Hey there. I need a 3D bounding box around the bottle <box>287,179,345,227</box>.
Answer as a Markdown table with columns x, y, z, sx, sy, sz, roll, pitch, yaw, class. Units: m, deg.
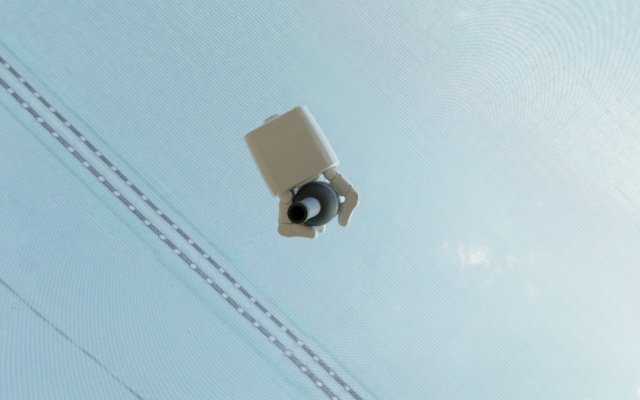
| x | y | z | sx | sy | sz | roll | pitch | yaw | class |
| --- | --- | --- | --- | --- | --- | --- | --- | --- | --- |
| 0.000 | 0.002 | 0.747 | 0.069 | 0.069 | 0.295 | 0 | 5 | 12 | bottle |
